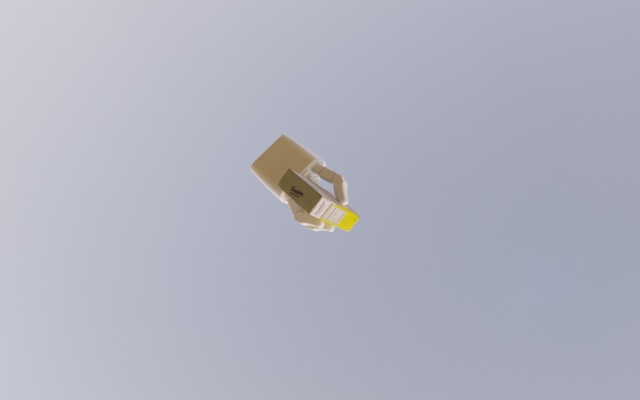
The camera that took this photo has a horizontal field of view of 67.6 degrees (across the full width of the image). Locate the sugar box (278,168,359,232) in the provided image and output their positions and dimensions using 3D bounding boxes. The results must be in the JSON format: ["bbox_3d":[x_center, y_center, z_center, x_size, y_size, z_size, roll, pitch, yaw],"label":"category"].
[{"bbox_3d":[0.000,0.003,0.898,0.093,0.048,0.176,41,9,29],"label":"sugar box"}]
